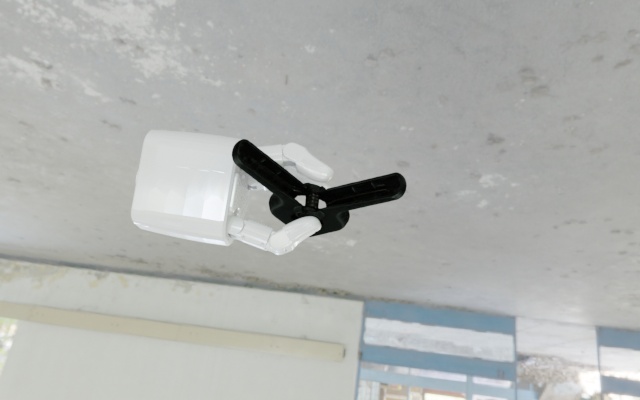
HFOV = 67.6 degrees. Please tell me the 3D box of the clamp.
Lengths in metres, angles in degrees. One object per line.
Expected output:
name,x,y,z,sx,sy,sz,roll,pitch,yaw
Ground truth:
clamp,0.000,0.003,0.522,0.164,0.036,0.210,11,-20,5
